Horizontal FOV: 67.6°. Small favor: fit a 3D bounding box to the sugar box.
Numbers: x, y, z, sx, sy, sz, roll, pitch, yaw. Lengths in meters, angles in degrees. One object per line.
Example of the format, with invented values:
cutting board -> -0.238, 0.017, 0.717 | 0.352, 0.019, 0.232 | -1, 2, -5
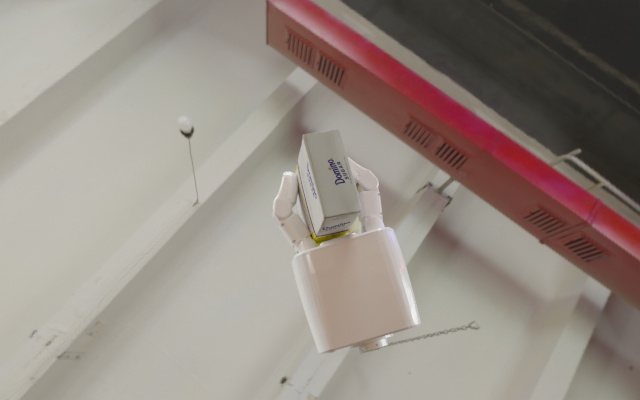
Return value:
sugar box -> 0.001, 0.002, 0.544 | 0.048, 0.093, 0.176 | -10, -18, -14
